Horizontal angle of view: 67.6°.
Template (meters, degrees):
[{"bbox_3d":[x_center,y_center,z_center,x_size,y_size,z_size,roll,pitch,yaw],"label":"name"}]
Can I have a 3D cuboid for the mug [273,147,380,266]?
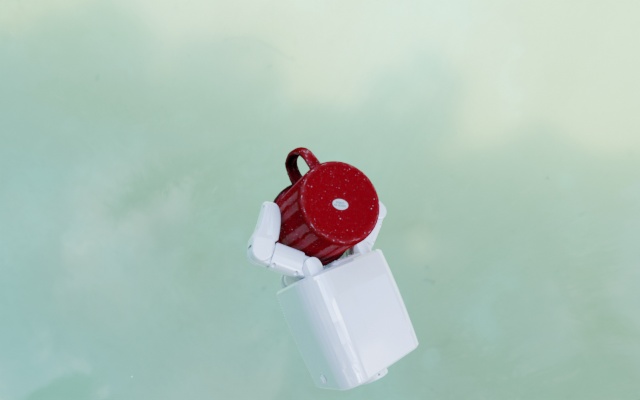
[{"bbox_3d":[0.000,0.000,0.465,0.093,0.117,0.081,-20,-9,-26],"label":"mug"}]
